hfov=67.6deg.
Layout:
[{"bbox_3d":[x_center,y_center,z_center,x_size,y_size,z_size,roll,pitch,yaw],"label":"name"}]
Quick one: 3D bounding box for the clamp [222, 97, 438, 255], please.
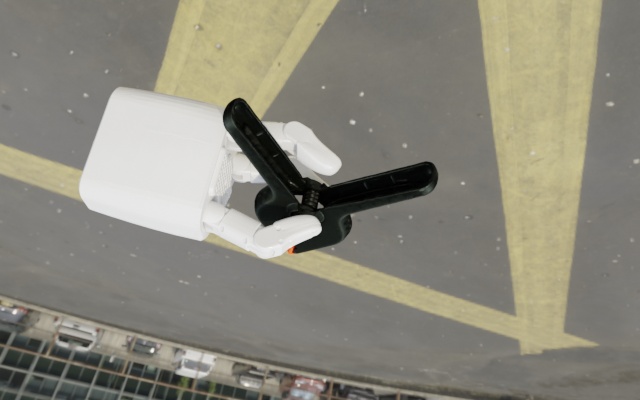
[{"bbox_3d":[0.000,0.002,0.425,0.164,0.036,0.210,16,-29,2],"label":"clamp"}]
